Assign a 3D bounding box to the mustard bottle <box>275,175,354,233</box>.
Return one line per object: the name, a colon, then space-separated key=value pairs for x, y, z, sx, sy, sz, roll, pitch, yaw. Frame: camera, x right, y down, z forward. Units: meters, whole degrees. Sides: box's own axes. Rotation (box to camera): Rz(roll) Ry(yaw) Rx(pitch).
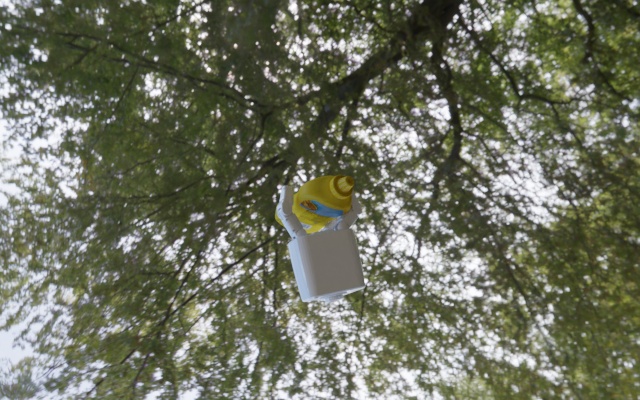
mustard bottle: x=0.000 y=0.003 z=0.856 sx=0.096 sy=0.058 sz=0.192 roll=21 pitch=-31 yaw=-24
